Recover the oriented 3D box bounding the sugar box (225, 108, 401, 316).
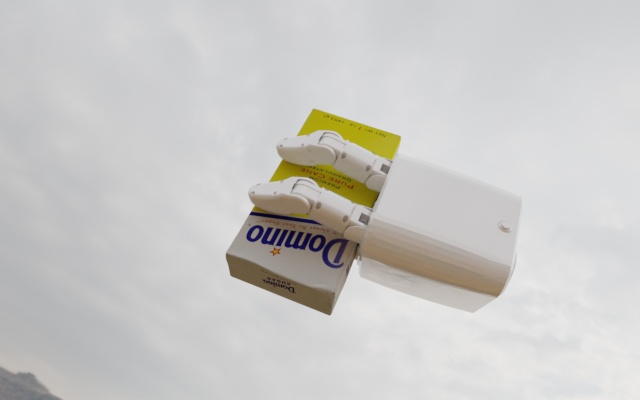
[{"bbox_3d":[0.000,0.001,0.418,0.093,0.176,0.048,19,-36,11],"label":"sugar box"}]
